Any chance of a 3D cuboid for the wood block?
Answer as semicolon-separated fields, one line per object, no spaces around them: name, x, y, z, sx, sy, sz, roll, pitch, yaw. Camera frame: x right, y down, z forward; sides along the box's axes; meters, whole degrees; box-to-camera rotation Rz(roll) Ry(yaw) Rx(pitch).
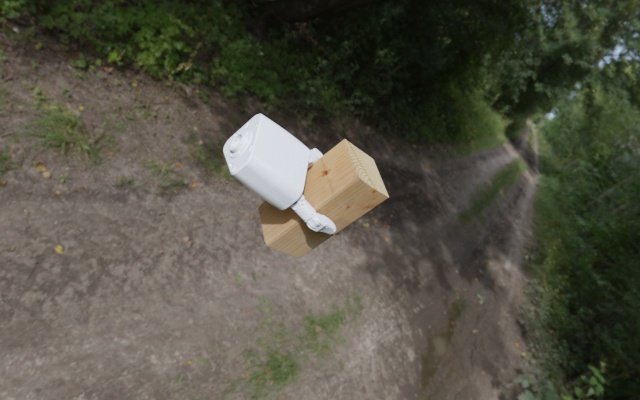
wood block;0.000;0.003;0.823;0.206;0.090;0.090;-36;-41;24
